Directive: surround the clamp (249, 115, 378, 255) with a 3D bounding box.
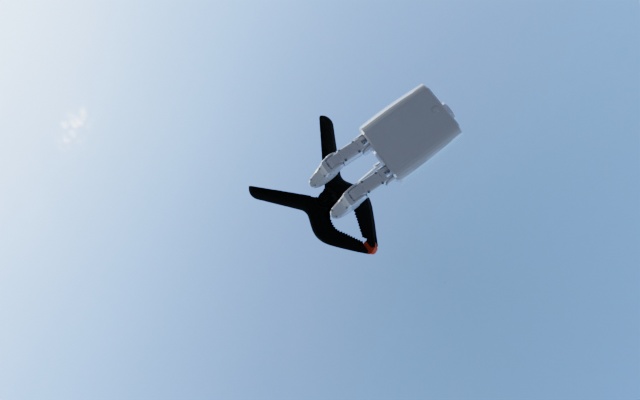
[{"bbox_3d":[0.001,0.003,0.692,0.164,0.210,0.036,-37,-16,11],"label":"clamp"}]
